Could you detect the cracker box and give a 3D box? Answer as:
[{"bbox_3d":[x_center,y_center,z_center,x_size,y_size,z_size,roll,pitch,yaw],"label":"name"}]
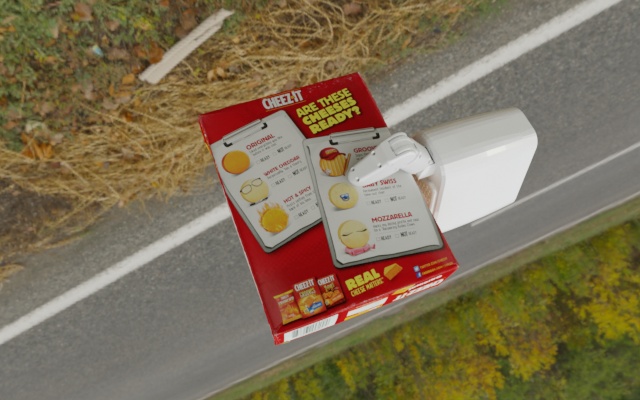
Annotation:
[{"bbox_3d":[0.000,0.002,0.440,0.164,0.213,0.072,-18,-23,-13],"label":"cracker box"}]
